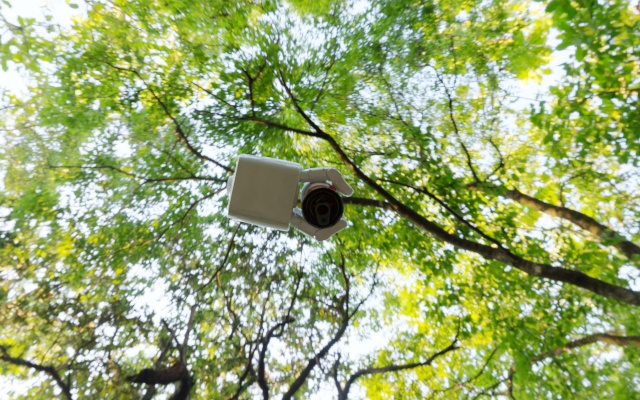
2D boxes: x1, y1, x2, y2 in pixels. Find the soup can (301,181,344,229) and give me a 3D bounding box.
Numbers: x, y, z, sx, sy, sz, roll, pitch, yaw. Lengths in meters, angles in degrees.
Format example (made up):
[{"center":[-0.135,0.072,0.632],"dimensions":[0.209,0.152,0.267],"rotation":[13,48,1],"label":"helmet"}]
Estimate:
[{"center":[0.001,0.003,0.804],"dimensions":[0.068,0.068,0.102],"rotation":[0,11,-4],"label":"soup can"}]
